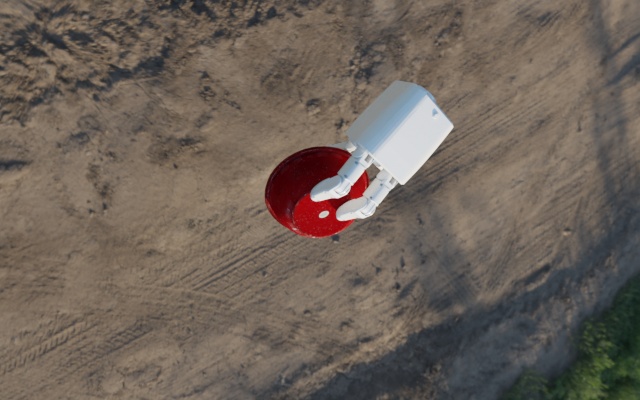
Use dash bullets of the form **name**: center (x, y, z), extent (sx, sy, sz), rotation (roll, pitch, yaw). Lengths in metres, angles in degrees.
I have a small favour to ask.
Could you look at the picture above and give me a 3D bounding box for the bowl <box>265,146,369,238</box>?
- **bowl**: center (-0.001, 0.004, 0.707), extent (0.162, 0.162, 0.055), rotation (0, 37, -13)
